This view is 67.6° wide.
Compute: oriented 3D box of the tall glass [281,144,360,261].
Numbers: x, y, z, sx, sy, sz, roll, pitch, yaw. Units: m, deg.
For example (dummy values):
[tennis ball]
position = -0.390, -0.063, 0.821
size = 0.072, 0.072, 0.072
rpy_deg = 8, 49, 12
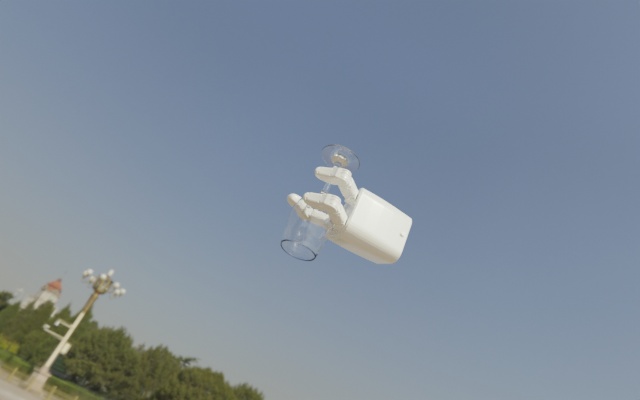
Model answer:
[tall glass]
position = 0.000, 0.002, 0.814
size = 0.079, 0.201, 0.079
rpy_deg = 19, -30, 11
